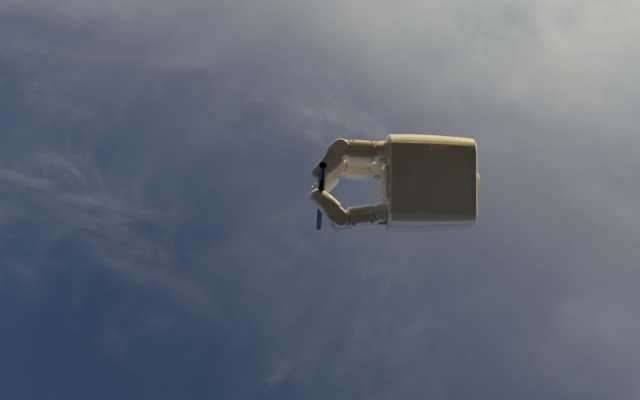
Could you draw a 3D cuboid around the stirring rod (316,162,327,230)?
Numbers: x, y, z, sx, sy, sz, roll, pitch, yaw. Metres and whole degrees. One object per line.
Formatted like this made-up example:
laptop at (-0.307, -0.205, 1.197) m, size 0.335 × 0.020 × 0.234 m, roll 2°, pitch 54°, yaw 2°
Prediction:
stirring rod at (0.000, 0.002, 0.628) m, size 0.011 × 0.011 × 0.240 m, roll 0°, pitch -19°, yaw -1°
